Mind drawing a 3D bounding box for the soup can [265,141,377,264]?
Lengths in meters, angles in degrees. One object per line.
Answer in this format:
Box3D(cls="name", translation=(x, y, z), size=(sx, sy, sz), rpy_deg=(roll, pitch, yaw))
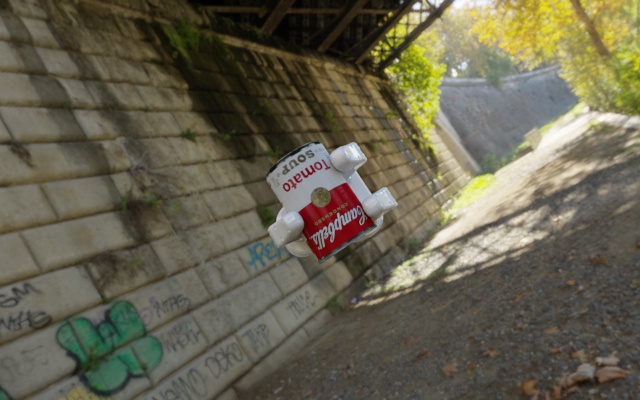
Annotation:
Box3D(cls="soup can", translation=(0.000, 0.001, 0.469), size=(0.068, 0.102, 0.068), rpy_deg=(-33, -7, -4))
